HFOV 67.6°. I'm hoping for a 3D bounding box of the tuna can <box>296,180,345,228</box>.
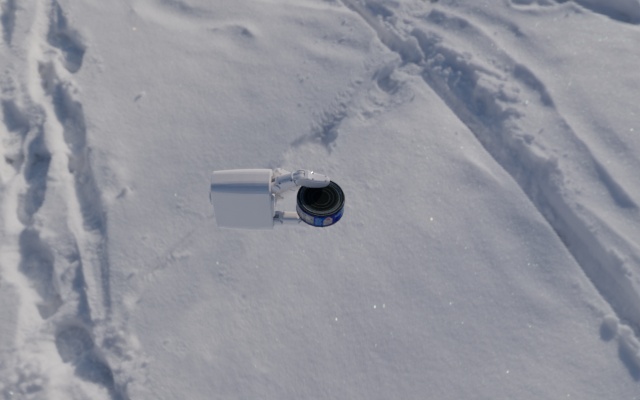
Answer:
[{"bbox_3d":[0.000,0.002,0.834,0.086,0.086,0.034,0,-37,-3],"label":"tuna can"}]
